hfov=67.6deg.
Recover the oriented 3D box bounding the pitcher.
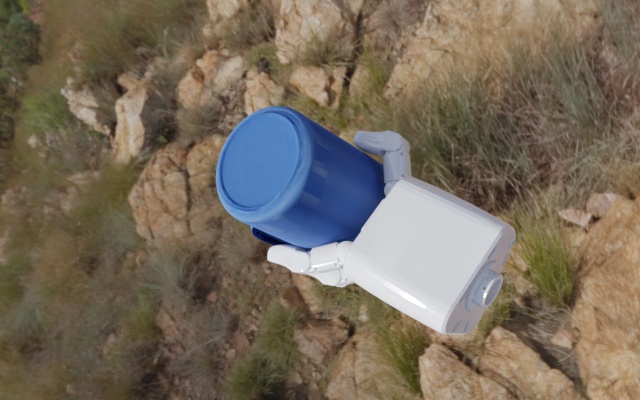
[{"bbox_3d":[0.000,0.002,0.508,0.145,0.149,0.243,28,1,36],"label":"pitcher"}]
